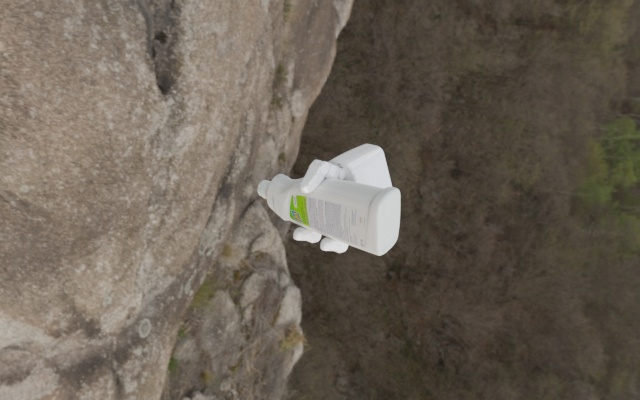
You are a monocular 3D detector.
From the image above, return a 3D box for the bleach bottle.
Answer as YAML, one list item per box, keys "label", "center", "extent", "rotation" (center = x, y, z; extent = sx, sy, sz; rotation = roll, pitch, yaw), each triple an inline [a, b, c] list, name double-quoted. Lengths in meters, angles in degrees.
- label: "bleach bottle"
  center: [0.000, 0.003, 0.752]
  extent: [0.251, 0.103, 0.068]
  rotation: [17, 34, 33]
